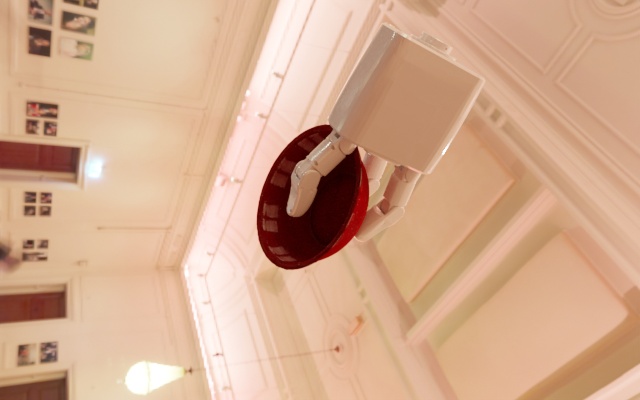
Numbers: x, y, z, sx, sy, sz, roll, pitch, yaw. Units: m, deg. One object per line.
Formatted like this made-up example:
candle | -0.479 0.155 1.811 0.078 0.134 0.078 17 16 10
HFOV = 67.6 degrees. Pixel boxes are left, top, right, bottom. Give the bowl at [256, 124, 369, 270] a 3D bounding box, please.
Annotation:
bowl | 0.000 0.003 0.522 0.055 0.162 0.162 23 -16 -40
